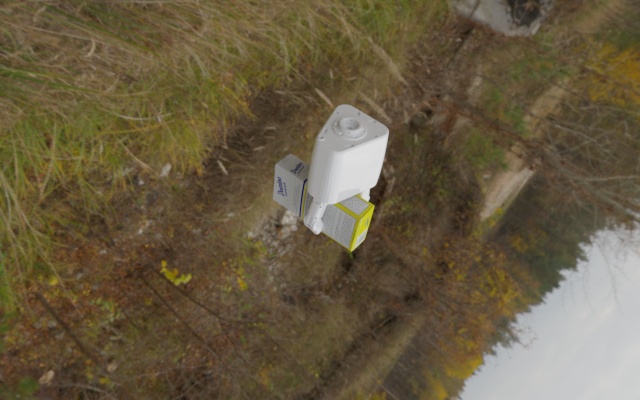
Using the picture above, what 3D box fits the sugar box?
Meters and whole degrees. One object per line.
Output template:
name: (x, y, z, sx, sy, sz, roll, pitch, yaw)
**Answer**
sugar box: (0.001, 0.002, 0.803, 0.176, 0.093, 0.048, 35, 52, 21)
